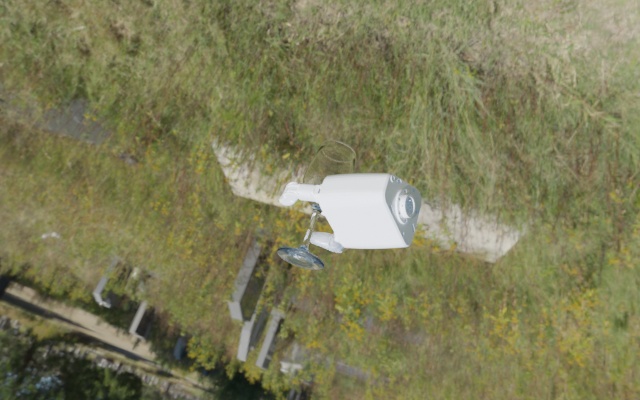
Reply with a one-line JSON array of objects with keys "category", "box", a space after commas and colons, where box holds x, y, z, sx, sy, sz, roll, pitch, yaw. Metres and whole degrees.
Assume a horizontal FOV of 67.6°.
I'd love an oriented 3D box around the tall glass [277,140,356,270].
[{"category": "tall glass", "box": [0.000, 0.003, 0.751, 0.079, 0.201, 0.079, 15, -26, 8]}]
